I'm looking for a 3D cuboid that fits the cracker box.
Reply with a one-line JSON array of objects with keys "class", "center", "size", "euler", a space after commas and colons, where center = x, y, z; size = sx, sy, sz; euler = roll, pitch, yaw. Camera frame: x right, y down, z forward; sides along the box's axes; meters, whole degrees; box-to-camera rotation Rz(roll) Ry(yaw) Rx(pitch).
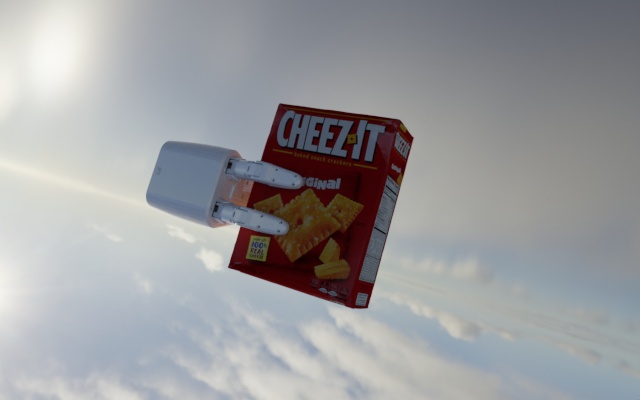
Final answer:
[{"class": "cracker box", "center": [0.000, 0.002, 0.567], "size": [0.164, 0.213, 0.072], "euler": [13, -7, 26]}]
